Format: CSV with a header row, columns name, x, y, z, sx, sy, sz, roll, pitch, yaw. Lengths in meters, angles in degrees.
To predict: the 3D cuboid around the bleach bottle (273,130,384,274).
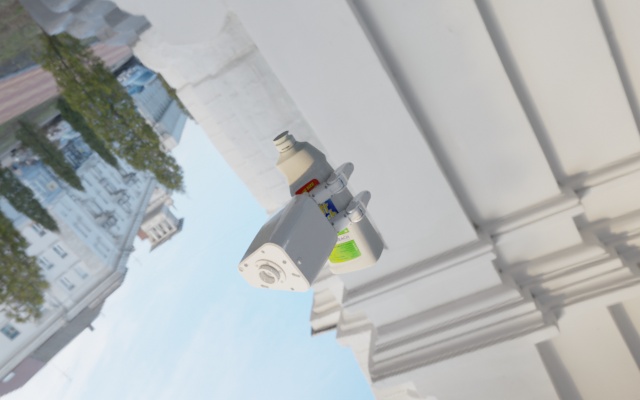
name,x,y,z,sx,sy,sz,roll,pitch,yaw
bleach bottle,0.000,0.002,0.759,0.102,0.251,0.068,-18,27,35
